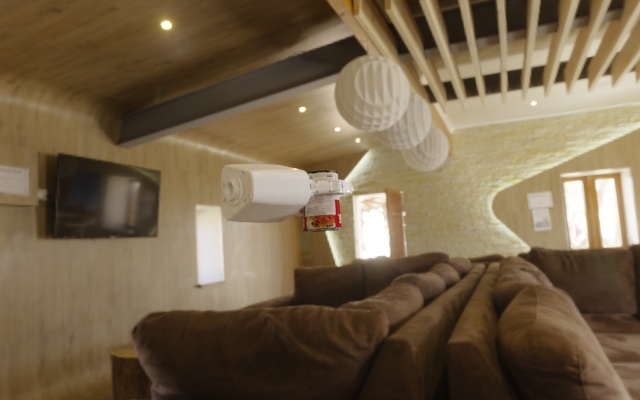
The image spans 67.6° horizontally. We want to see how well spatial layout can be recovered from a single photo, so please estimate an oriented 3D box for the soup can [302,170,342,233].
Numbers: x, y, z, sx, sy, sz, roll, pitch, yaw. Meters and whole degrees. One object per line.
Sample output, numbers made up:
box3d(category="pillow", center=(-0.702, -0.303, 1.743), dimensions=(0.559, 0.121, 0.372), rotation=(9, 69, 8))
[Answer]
box3d(category="soup can", center=(0.001, 0.002, 0.833), dimensions=(0.068, 0.102, 0.068), rotation=(-4, -5, 0))
